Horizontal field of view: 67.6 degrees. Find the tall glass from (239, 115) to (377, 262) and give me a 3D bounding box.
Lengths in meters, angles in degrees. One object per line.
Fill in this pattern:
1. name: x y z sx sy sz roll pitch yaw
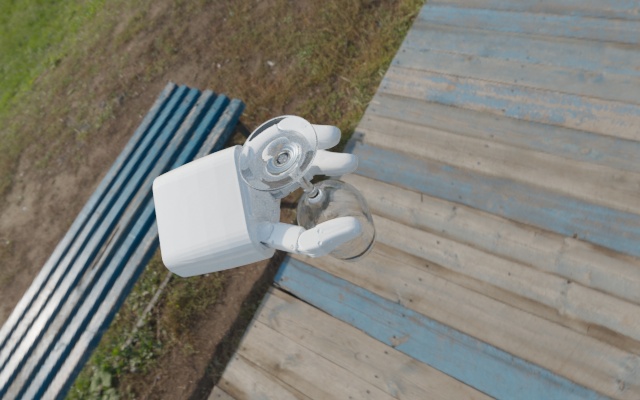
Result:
1. tall glass: 0.000 0.001 0.484 0.079 0.079 0.201 0 -25 25
